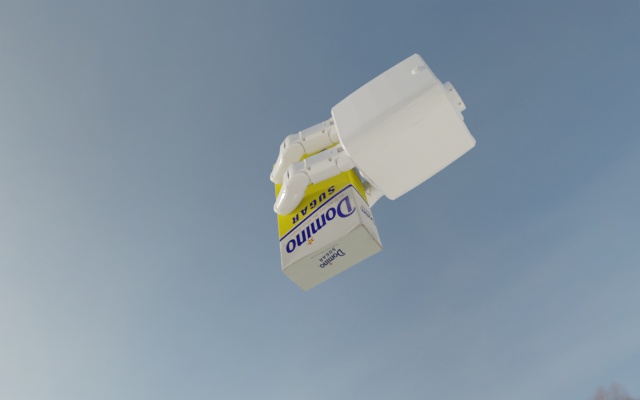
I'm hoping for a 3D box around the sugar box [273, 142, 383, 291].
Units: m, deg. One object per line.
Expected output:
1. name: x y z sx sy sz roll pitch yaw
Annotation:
1. sugar box: 0.000 0.001 0.512 0.093 0.048 0.176 -31 35 15
